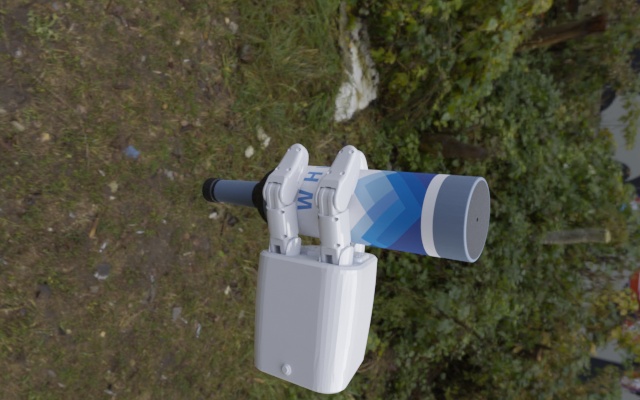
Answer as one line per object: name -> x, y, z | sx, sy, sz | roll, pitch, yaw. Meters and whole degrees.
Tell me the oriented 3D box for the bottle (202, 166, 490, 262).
bottle -> 0.000, 0.001, 0.450 | 0.295, 0.069, 0.069 | 6, 3, 34
